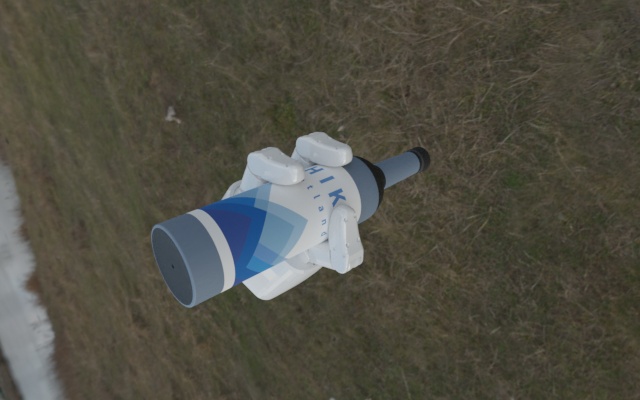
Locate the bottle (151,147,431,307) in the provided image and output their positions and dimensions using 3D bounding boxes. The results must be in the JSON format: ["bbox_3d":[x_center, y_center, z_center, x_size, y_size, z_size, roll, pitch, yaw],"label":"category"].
[{"bbox_3d":[0.000,0.001,0.437,0.295,0.069,0.069,-23,14,-36],"label":"bottle"}]
